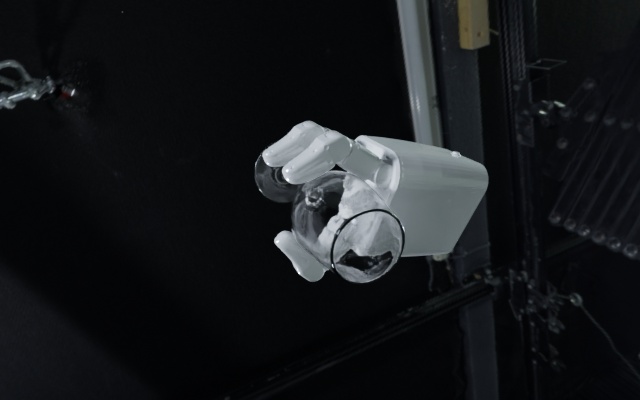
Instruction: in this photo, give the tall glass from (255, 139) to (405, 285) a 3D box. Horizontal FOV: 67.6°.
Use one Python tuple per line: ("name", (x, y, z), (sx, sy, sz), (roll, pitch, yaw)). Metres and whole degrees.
("tall glass", (0.000, 0.001, 0.439), (0.079, 0.079, 0.201), (0, 20, -22))
